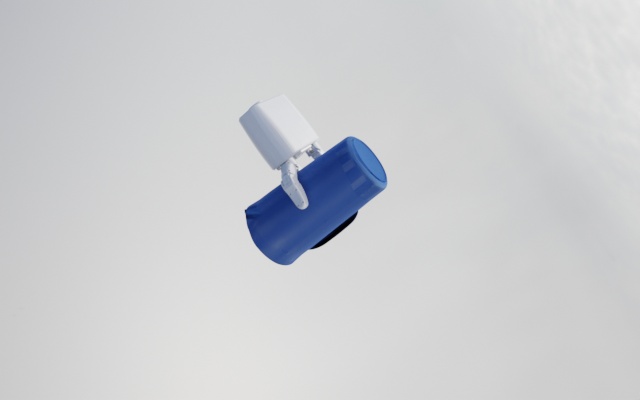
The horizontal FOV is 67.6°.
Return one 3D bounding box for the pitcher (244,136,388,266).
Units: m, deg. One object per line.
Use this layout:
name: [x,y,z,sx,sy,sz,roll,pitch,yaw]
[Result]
pitcher: [0.000,0.003,0.842,0.243,0.145,0.149,-36,1,23]
